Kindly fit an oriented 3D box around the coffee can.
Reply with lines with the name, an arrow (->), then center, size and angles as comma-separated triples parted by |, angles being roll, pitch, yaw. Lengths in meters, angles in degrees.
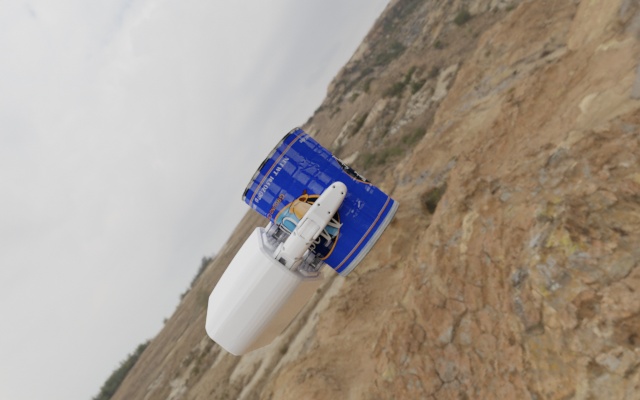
coffee can -> 0.000, 0.002, 0.527 | 0.140, 0.103, 0.103 | 37, 1, 1
